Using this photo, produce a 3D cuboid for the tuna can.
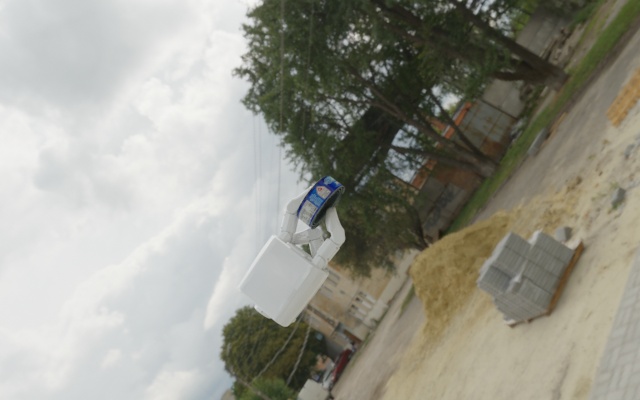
[{"bbox_3d":[0.000,0.002,0.761,0.033,0.086,0.086,38,9,12],"label":"tuna can"}]
